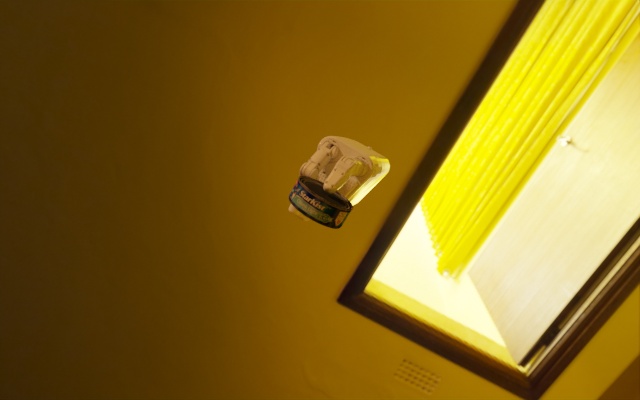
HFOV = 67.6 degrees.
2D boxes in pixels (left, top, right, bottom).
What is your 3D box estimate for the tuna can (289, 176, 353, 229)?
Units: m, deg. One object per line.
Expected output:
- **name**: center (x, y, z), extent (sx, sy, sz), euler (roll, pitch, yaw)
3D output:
- **tuna can**: center (0.000, 0.003, 0.654), extent (0.086, 0.034, 0.086), euler (28, 14, -8)
